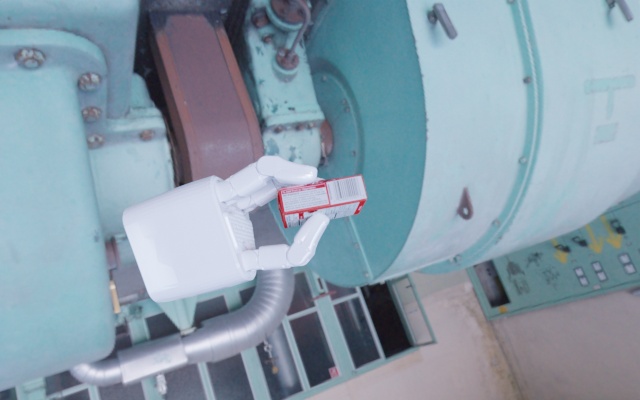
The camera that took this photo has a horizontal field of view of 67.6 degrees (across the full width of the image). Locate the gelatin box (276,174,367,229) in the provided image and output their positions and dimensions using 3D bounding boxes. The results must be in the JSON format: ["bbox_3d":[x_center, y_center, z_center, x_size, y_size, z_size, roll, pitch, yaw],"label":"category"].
[{"bbox_3d":[0.001,0.002,0.505,0.089,0.030,0.073,-10,-13,-4],"label":"gelatin box"}]
